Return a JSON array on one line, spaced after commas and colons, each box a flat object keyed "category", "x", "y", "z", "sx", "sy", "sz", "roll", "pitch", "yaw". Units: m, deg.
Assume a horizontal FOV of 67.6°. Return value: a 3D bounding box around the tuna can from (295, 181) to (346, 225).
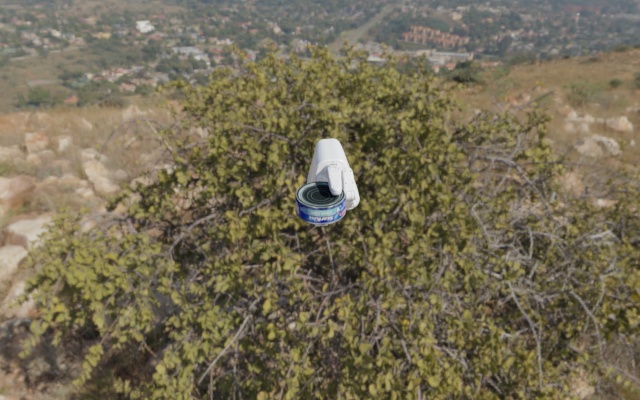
[{"category": "tuna can", "x": 0.000, "y": 0.002, "z": 0.801, "sx": 0.086, "sy": 0.034, "sz": 0.086, "roll": 0, "pitch": 33, "yaw": 0}]
